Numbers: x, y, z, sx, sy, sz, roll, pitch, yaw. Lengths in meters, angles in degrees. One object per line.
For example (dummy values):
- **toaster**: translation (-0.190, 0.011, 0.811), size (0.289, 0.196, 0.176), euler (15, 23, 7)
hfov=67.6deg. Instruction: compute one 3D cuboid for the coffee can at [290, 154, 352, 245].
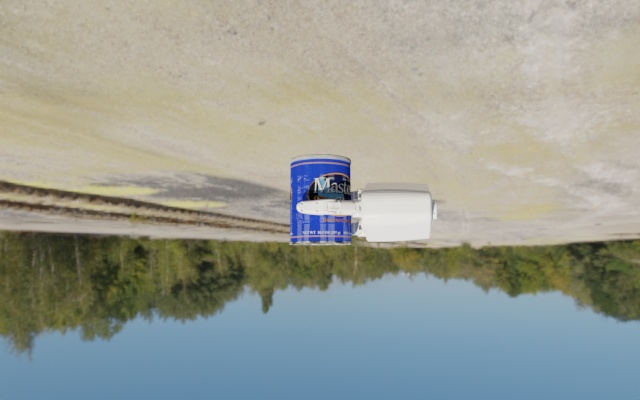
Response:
- **coffee can**: translation (0.000, 0.002, 0.789), size (0.103, 0.140, 0.103), euler (0, -7, 0)
